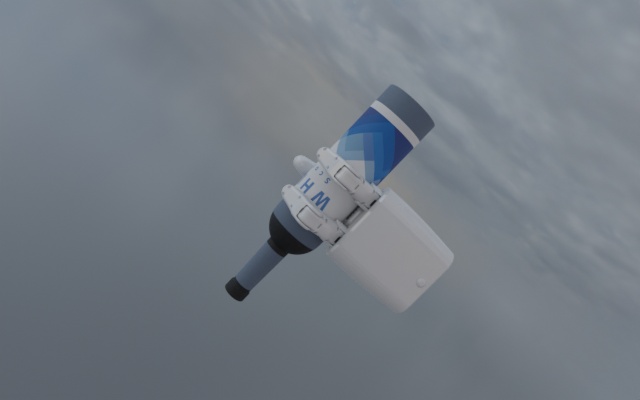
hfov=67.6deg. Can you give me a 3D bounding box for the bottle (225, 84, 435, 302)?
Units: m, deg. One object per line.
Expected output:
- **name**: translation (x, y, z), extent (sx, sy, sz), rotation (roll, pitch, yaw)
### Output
- **bottle**: translation (0.000, 0.002, 0.538), extent (0.069, 0.296, 0.069), rotation (43, 6, -6)
